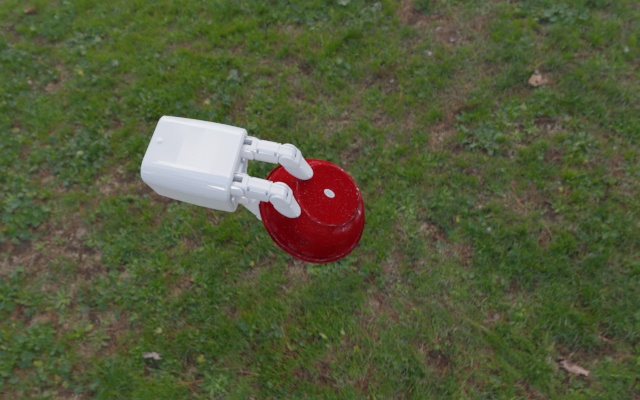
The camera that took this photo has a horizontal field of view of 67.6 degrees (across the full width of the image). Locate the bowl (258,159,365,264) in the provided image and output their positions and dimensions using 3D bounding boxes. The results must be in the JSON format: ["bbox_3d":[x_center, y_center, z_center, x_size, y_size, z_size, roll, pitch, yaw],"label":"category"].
[{"bbox_3d":[0.002,0.002,0.657,0.162,0.162,0.055,0,-24,-25],"label":"bowl"}]
